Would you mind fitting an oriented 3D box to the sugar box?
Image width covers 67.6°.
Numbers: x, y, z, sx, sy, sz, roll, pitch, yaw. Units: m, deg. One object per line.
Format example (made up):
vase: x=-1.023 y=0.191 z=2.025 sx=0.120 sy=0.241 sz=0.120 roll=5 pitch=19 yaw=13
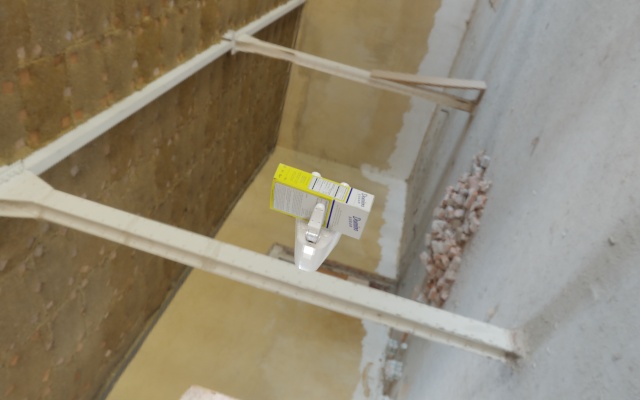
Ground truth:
sugar box: x=0.000 y=0.002 z=0.849 sx=0.176 sy=0.048 sz=0.093 roll=18 pitch=-36 yaw=3
